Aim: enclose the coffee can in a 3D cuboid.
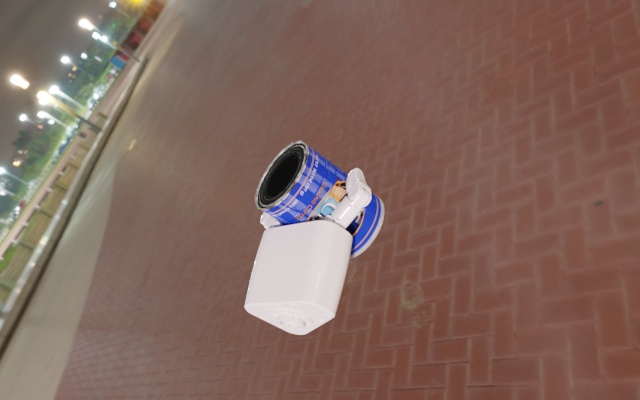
[{"bbox_3d":[0.000,0.002,0.631,0.140,0.102,0.103,34,-18,-28],"label":"coffee can"}]
